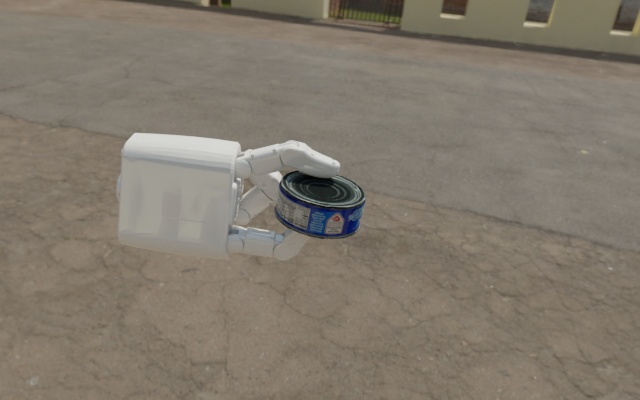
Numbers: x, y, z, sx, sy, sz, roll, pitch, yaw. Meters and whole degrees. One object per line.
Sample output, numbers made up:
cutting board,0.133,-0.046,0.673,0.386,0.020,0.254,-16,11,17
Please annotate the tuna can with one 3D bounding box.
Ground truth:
tuna can,0.000,0.001,0.463,0.086,0.034,0.086,10,25,-5
